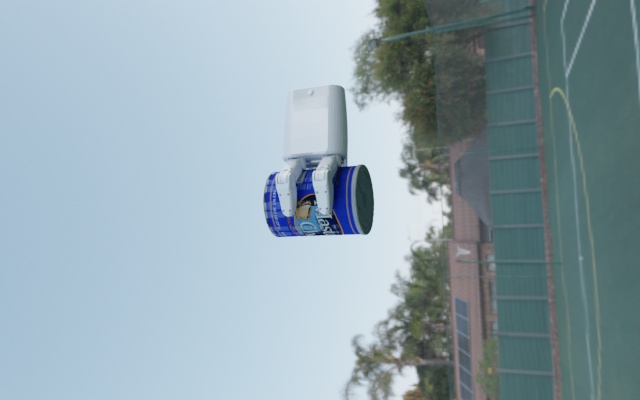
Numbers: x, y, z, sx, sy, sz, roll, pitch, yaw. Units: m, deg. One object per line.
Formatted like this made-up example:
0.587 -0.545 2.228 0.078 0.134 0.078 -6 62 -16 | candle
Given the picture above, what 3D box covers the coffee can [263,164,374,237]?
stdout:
0.000 0.003 0.713 0.140 0.103 0.103 -3 -1 20 | coffee can
